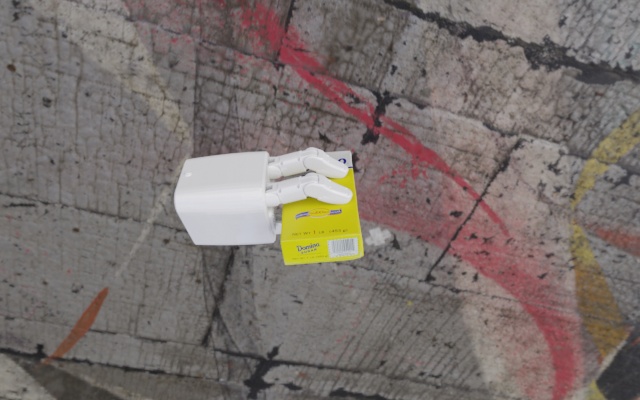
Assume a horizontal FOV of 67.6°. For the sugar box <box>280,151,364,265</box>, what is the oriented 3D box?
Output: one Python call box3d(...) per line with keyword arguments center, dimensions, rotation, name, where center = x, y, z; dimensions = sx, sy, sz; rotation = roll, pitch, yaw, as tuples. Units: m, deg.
box3d(center=(0.000, 0.002, 0.605), dimensions=(0.093, 0.048, 0.176), rotation=(-5, 40, 1), name="sugar box")
